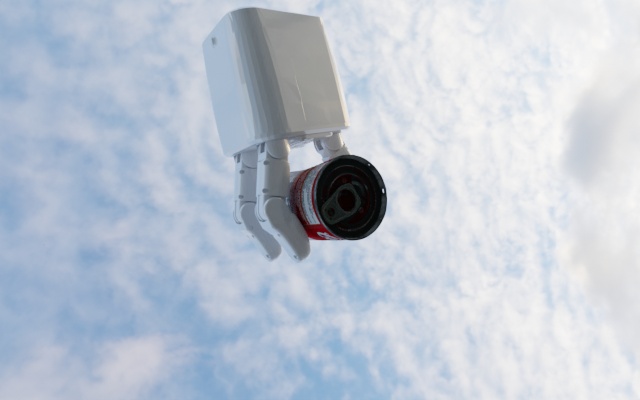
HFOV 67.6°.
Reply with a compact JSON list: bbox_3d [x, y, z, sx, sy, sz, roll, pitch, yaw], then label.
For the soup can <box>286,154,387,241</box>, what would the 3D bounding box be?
[{"bbox_3d":[0.000,0.002,0.416,0.068,0.068,0.102,0,-4,-30],"label":"soup can"}]
